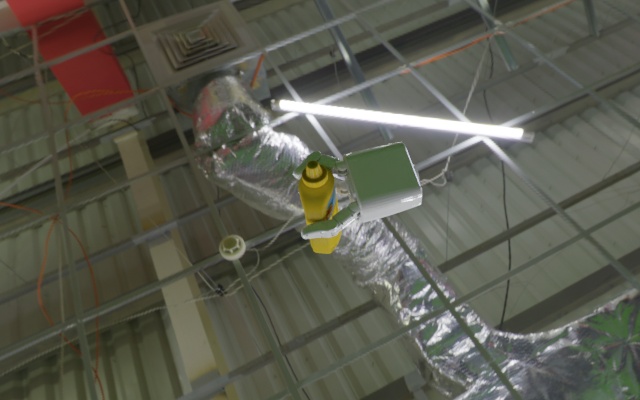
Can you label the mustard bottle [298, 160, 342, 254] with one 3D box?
[{"bbox_3d":[0.000,0.003,0.803,0.058,0.096,0.192,5,-36,12],"label":"mustard bottle"}]
